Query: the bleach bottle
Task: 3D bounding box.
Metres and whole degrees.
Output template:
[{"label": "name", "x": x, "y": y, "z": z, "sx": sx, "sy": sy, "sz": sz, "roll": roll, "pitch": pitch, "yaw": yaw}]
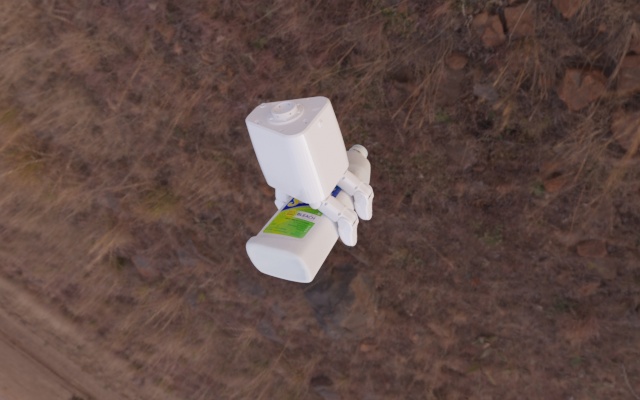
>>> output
[{"label": "bleach bottle", "x": 0.000, "y": 0.002, "z": 0.705, "sx": 0.102, "sy": 0.068, "sz": 0.250, "roll": 9, "pitch": 46, "yaw": 30}]
